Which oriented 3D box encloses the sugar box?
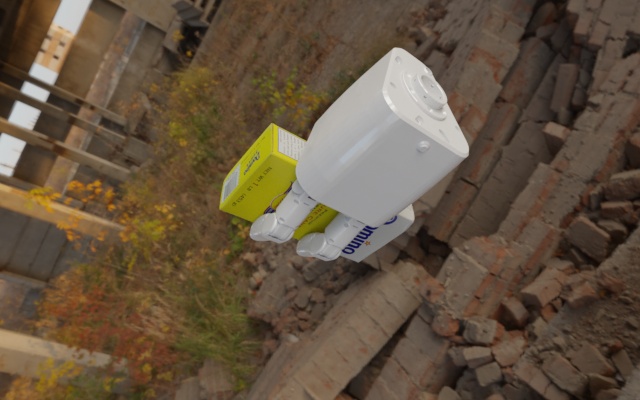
[{"bbox_3d":[0.000,0.002,0.475,0.176,0.048,0.093,25,-47,-28],"label":"sugar box"}]
